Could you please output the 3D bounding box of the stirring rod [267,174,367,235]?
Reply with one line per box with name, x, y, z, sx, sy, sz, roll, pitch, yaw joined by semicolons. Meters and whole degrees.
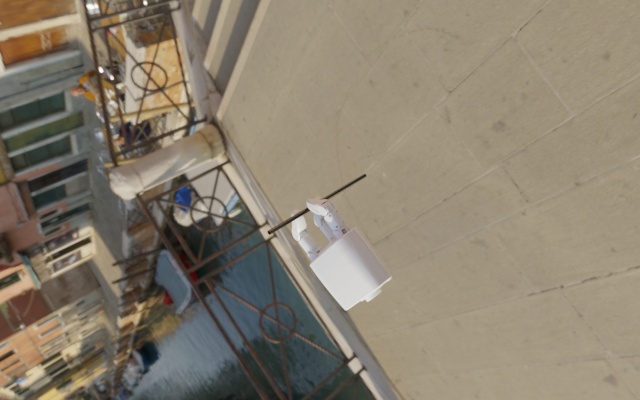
stirring rod;0.000;0.003;0.869;0.239;0.011;0.011;-31;18;-33
